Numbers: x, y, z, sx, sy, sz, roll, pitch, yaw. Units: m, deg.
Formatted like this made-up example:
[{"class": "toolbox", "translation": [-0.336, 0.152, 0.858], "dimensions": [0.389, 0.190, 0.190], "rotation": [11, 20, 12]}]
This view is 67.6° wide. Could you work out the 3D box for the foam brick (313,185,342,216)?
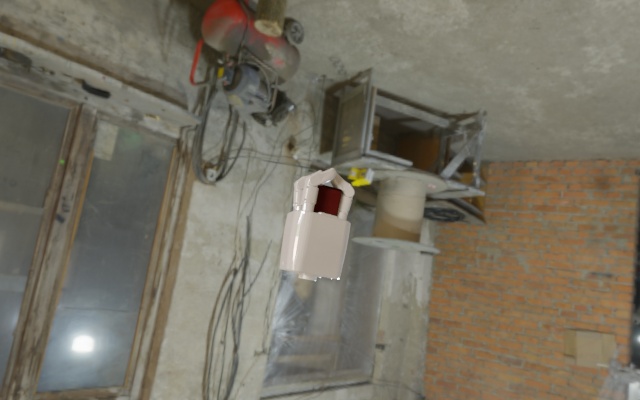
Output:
[{"class": "foam brick", "translation": [0.000, 0.003, 0.889], "dimensions": [0.053, 0.051, 0.078], "rotation": [14, -10, -13]}]
